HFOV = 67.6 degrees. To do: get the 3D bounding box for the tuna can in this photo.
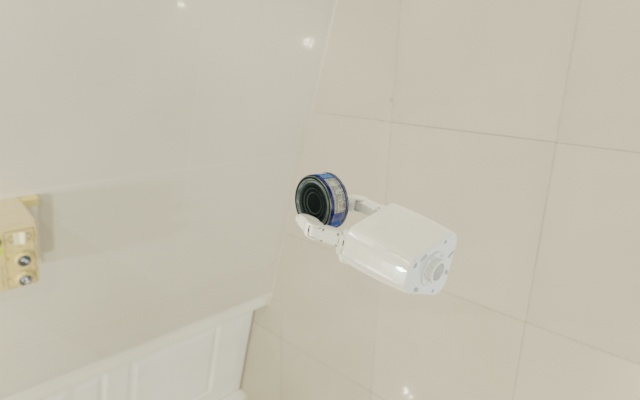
[{"bbox_3d":[0.000,0.002,0.704,0.034,0.086,0.086,-10,7,-40],"label":"tuna can"}]
